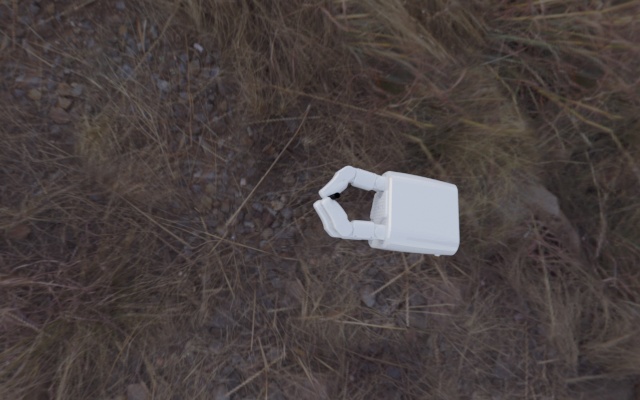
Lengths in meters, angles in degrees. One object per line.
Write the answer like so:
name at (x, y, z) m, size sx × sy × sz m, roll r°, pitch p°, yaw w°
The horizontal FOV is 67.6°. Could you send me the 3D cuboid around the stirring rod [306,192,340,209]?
stirring rod at (0.000, 0.002, 0.729) m, size 0.011 × 0.011 × 0.239 m, roll 0°, pitch -4°, yaw -10°
